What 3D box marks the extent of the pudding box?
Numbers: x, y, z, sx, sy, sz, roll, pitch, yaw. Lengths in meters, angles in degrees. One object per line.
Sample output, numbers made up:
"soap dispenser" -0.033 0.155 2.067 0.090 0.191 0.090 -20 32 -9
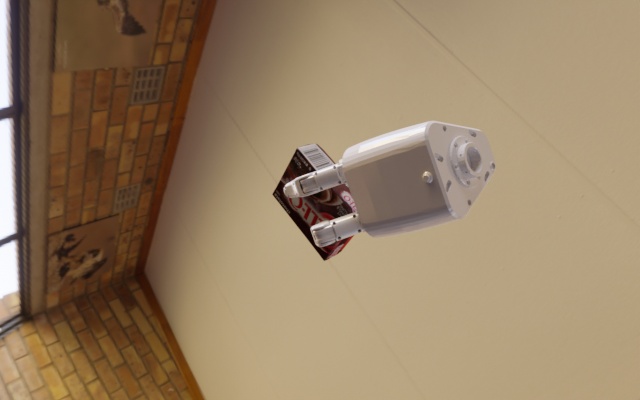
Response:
"pudding box" 0.000 0.002 0.568 0.039 0.113 0.090 -21 -25 -41
